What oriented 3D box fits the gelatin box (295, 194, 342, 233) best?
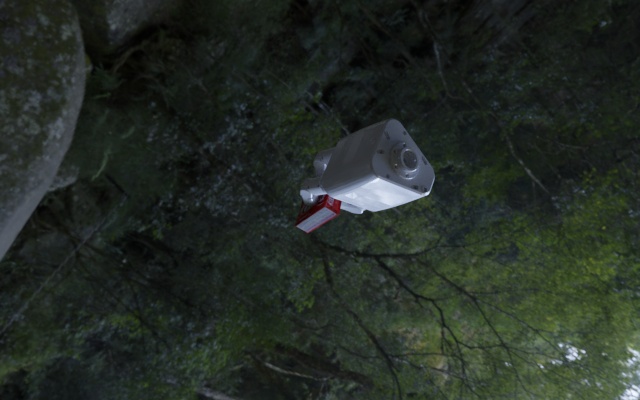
[{"bbox_3d":[0.000,0.003,0.769,0.030,0.073,0.089,31,-39,-21],"label":"gelatin box"}]
